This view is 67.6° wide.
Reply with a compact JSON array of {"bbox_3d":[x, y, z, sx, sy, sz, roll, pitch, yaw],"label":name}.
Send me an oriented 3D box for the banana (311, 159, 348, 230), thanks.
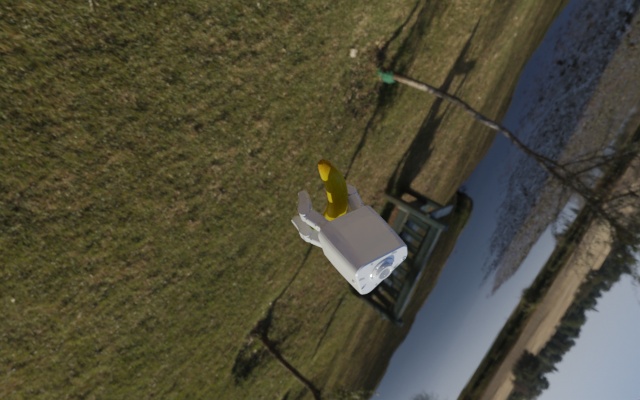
[{"bbox_3d":[0.017,0.003,0.863,0.069,0.037,0.198,-6,-43,-18],"label":"banana"}]
